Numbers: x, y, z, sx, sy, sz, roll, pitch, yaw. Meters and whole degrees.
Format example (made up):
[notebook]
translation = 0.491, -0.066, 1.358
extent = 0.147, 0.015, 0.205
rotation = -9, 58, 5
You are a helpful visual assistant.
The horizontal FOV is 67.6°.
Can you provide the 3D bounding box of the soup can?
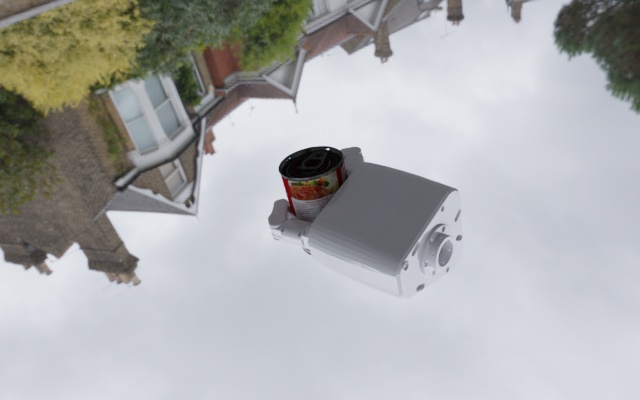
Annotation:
[soup can]
translation = 0.000, 0.002, 0.514
extent = 0.068, 0.102, 0.068
rotation = -10, 32, 6
